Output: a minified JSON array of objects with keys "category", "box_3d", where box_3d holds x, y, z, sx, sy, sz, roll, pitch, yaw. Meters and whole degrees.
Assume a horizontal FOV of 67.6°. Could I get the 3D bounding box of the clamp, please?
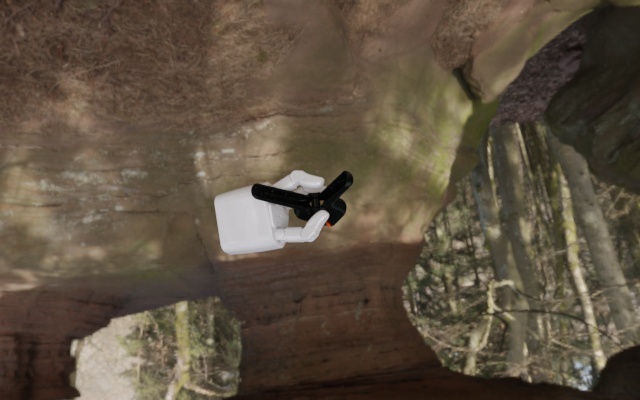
[{"category":"clamp","box_3d":[0.000,0.004,0.820,0.164,0.036,0.210,-9,-21,20]}]
